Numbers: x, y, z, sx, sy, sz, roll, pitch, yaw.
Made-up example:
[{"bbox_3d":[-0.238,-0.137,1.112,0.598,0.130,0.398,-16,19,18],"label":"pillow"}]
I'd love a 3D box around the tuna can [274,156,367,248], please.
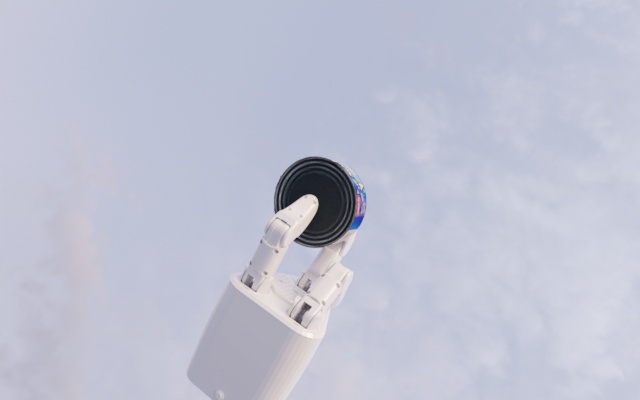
[{"bbox_3d":[0.000,0.001,0.459,0.086,0.086,0.034,0,0,25],"label":"tuna can"}]
